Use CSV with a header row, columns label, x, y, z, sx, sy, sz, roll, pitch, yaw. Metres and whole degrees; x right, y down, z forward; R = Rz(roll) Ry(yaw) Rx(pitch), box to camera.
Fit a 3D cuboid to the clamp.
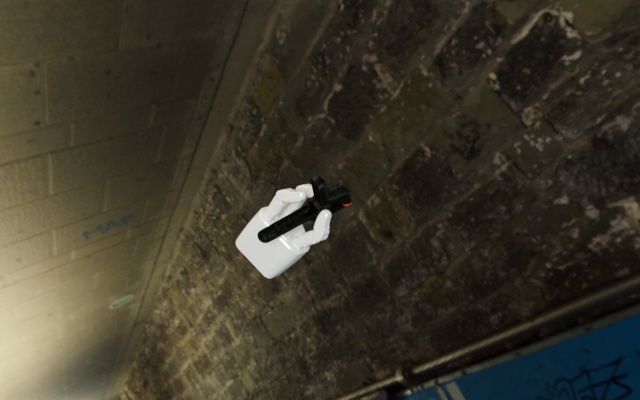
label,x,y,z,sx,sy,sz,roll,pitch,yaw
clamp,0.001,0.003,0.851,0.210,0.036,0.165,-16,-24,-51
